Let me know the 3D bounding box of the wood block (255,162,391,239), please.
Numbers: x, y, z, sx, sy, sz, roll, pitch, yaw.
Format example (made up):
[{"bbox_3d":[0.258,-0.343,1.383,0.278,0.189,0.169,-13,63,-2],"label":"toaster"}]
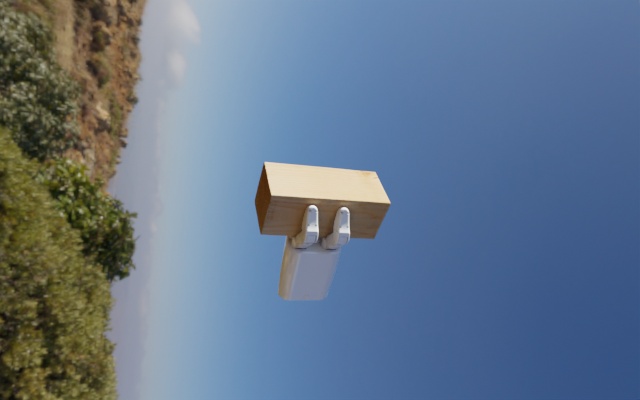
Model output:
[{"bbox_3d":[0.000,0.003,0.822,0.206,0.090,0.090,4,39,-20],"label":"wood block"}]
